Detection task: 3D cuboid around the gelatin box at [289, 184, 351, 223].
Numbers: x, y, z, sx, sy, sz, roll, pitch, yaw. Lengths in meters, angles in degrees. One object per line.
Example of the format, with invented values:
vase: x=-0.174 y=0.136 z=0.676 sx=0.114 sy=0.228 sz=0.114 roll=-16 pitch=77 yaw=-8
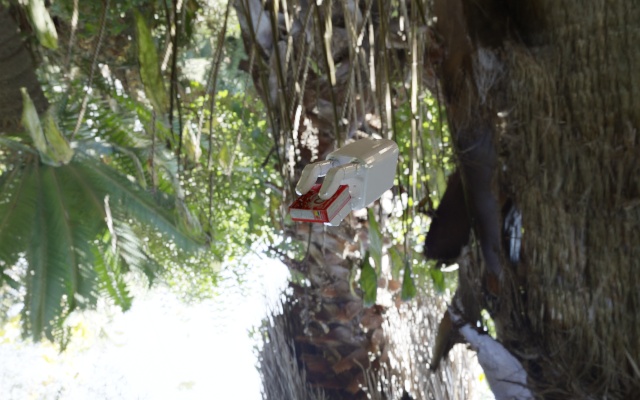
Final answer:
gelatin box: x=0.000 y=0.003 z=0.812 sx=0.073 sy=0.030 sz=0.089 roll=4 pitch=32 yaw=31
